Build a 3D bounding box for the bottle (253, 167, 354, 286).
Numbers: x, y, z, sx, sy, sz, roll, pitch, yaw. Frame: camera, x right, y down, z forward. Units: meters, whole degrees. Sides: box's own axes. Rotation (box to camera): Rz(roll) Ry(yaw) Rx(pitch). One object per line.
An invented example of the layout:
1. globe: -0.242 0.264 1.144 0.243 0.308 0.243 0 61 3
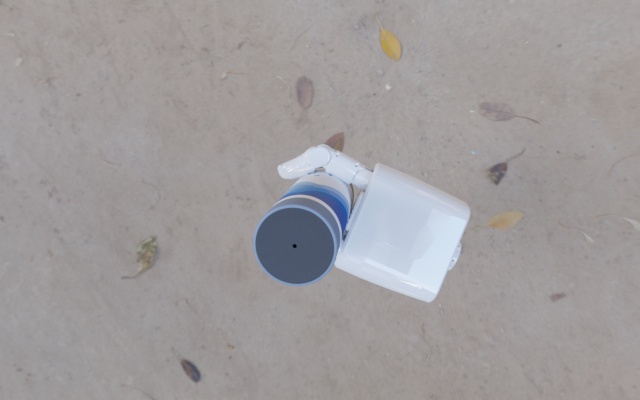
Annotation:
1. bottle: 0.000 0.002 0.508 0.069 0.069 0.295 0 13 8
